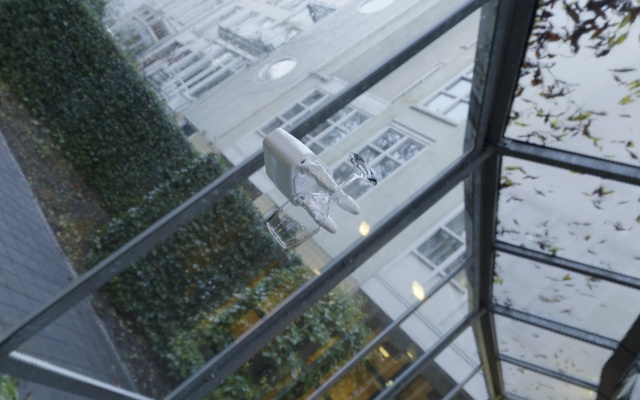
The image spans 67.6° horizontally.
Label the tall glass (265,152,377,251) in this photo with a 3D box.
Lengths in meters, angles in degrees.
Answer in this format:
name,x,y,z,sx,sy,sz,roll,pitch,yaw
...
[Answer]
name,x,y,z,sx,sy,sz,roll,pitch,yaw
tall glass,0.001,0.002,0.838,0.201,0.079,0.079,-38,9,-12
